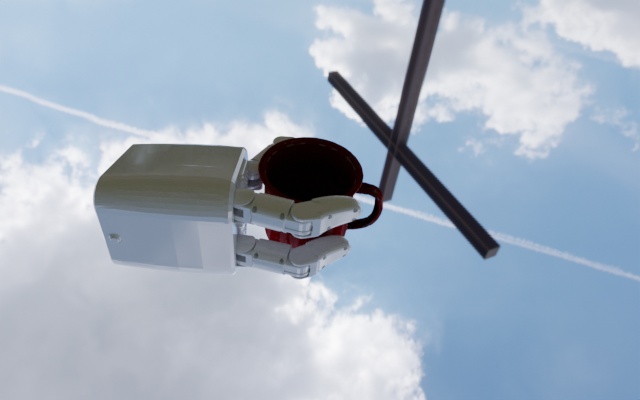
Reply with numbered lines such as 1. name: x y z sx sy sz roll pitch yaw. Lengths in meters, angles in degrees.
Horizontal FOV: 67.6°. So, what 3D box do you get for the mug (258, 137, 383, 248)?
1. mug: 0.001 0.002 0.450 0.117 0.082 0.093 5 44 -3
